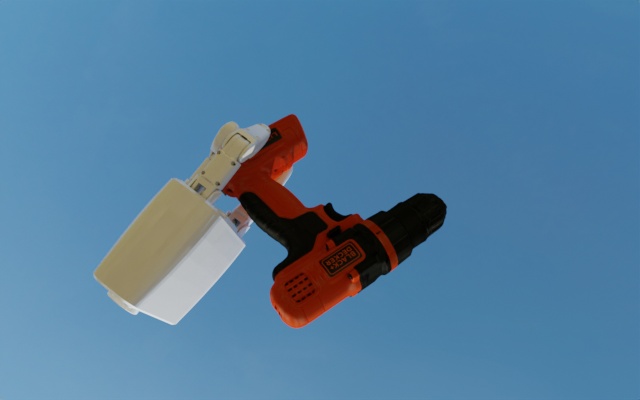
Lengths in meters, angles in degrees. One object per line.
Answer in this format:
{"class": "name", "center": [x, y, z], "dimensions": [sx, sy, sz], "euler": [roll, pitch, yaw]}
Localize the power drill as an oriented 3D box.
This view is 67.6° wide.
{"class": "power drill", "center": [0.000, 0.001, 0.457], "dimensions": [0.184, 0.187, 0.057], "euler": [-31, -29, -18]}
